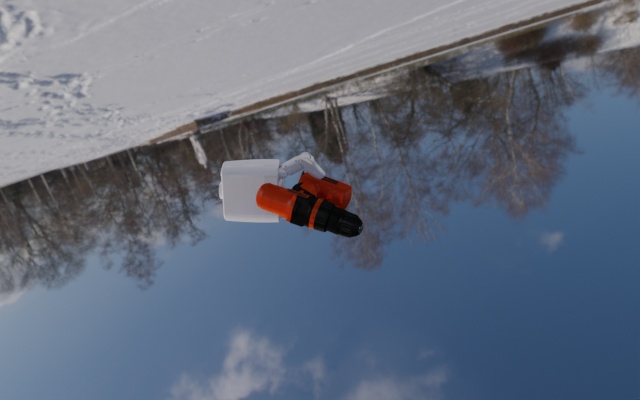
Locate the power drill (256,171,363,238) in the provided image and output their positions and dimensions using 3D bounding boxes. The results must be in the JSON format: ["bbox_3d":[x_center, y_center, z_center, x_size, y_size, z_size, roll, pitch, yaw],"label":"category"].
[{"bbox_3d":[0.000,0.003,0.845,0.184,0.057,0.187,20,15,11],"label":"power drill"}]
